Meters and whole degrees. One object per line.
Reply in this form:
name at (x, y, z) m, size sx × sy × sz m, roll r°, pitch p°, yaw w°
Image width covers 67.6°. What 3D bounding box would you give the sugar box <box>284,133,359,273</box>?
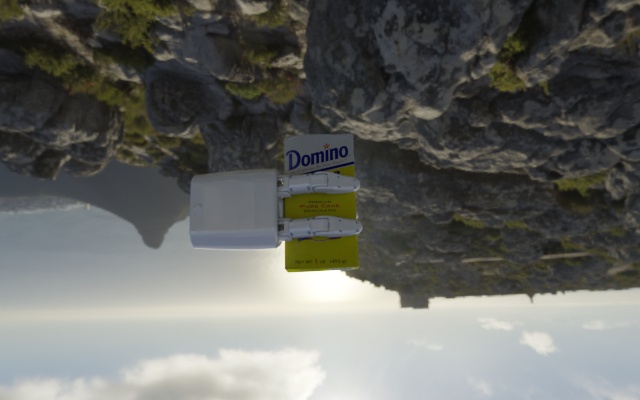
sugar box at (0.000, 0.002, 0.615) m, size 0.093 × 0.176 × 0.048 m, roll -2°, pitch -13°, yaw 1°
